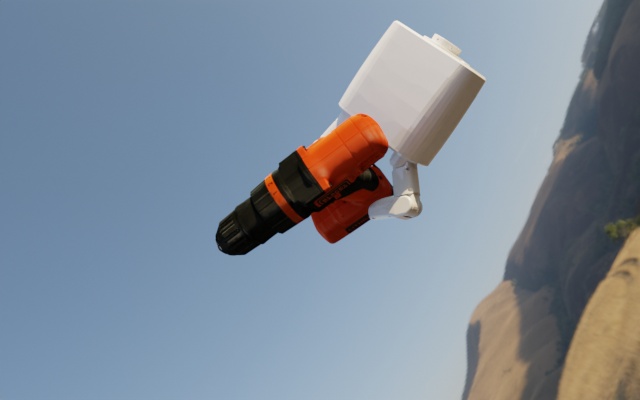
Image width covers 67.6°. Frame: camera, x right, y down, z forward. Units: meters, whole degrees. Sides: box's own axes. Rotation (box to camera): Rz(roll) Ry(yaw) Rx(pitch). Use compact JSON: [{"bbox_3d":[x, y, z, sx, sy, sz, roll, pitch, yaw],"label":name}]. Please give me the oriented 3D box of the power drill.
[{"bbox_3d":[0.000,0.001,0.498,0.184,0.057,0.188,-35,-16,9],"label":"power drill"}]
